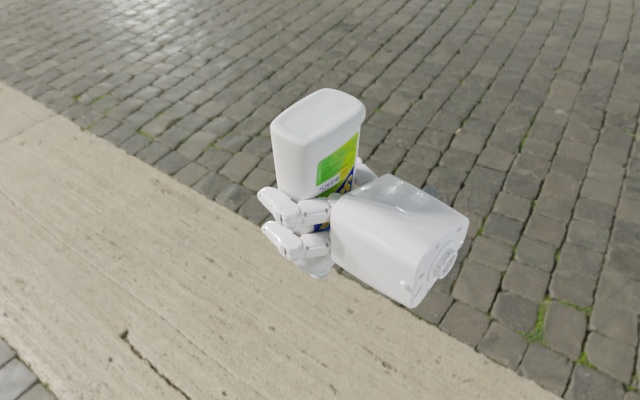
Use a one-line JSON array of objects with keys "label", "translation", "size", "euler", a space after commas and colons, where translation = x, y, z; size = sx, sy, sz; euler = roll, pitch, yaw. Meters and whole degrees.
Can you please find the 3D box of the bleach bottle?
[{"label": "bleach bottle", "translation": [0.000, 0.002, 0.567], "size": [0.068, 0.251, 0.102], "euler": [32, 54, 30]}]
